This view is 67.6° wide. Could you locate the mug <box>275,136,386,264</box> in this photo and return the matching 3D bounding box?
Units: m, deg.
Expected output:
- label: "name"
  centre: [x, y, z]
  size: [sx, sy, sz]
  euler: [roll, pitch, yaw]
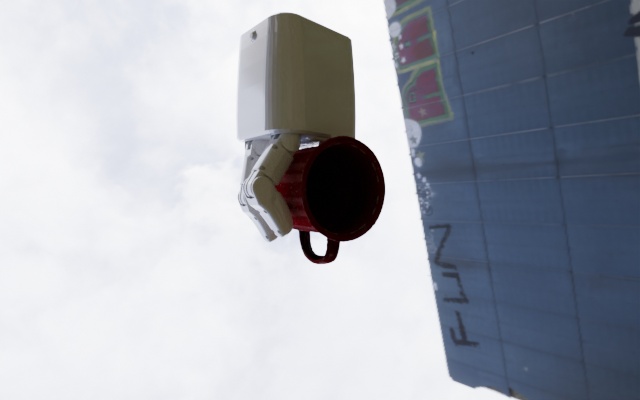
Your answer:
- label: "mug"
  centre: [0.000, 0.003, 0.452]
  size: [0.093, 0.117, 0.081]
  euler: [0, 1, -34]
